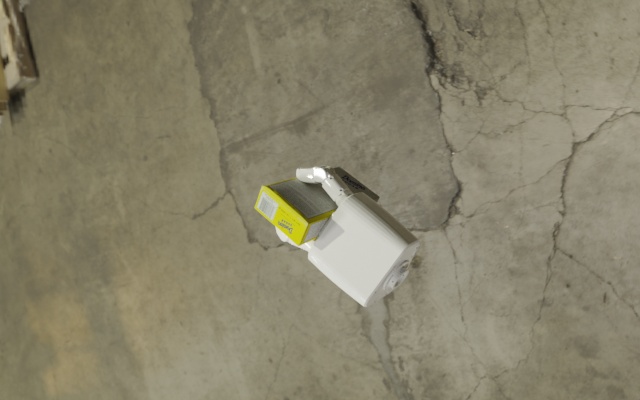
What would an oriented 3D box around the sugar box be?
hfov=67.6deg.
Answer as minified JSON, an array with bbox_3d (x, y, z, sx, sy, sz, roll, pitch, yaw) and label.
[{"bbox_3d":[0.000,0.003,0.697,0.093,0.048,0.176,39,31,26],"label":"sugar box"}]
